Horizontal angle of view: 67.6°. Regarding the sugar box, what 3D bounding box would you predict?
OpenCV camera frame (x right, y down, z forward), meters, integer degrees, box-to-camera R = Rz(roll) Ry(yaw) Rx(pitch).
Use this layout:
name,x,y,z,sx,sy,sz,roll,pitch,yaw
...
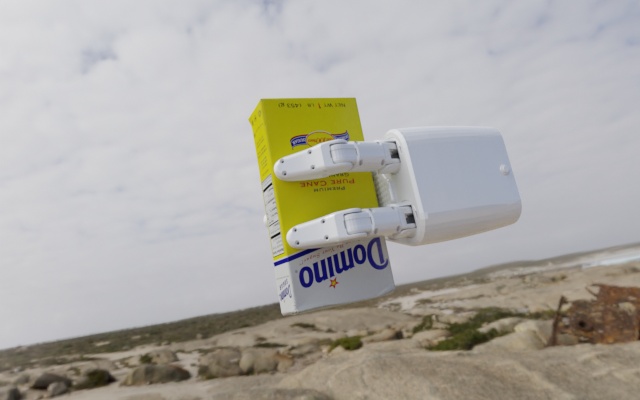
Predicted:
name,x,y,z,sx,sy,sz,roll,pitch,yaw
sugar box,0.000,0.001,0.407,0.093,0.176,0.048,-7,-13,-24
